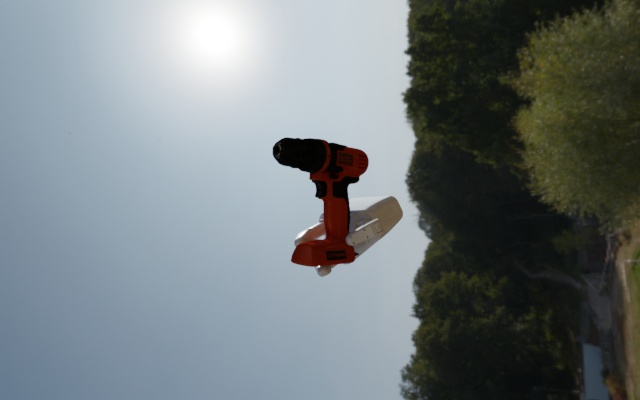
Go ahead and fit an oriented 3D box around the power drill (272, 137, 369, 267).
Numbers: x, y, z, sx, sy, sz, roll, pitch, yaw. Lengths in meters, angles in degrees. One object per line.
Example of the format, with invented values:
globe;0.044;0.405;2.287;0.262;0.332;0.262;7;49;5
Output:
power drill;0.000;0.003;0.717;0.184;0.187;0.057;3;2;-44
